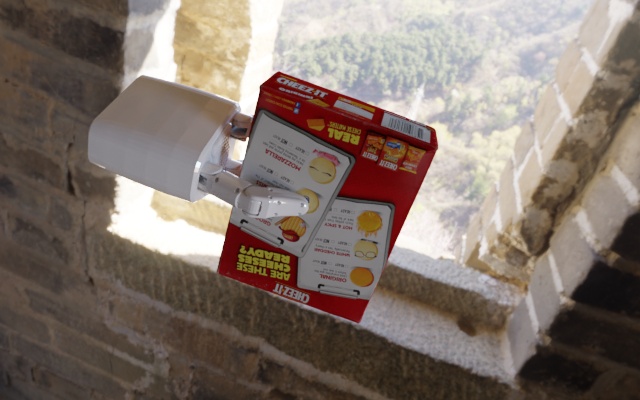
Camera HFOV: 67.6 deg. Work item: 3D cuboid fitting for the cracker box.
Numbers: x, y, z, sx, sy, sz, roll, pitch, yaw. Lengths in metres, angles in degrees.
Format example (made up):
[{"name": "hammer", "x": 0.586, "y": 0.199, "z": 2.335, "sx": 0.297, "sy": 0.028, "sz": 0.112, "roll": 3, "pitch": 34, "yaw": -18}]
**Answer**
[{"name": "cracker box", "x": 0.000, "y": 0.002, "z": 0.481, "sx": 0.164, "sy": 0.214, "sz": 0.072, "roll": 19, "pitch": 29, "yaw": 2}]
